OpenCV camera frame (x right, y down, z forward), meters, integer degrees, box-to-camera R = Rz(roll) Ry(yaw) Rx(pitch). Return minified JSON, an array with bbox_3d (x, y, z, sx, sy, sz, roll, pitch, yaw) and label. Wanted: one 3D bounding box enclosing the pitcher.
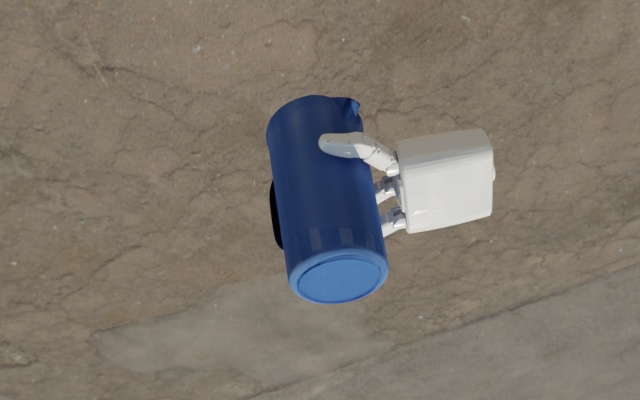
[{"bbox_3d":[0.000,0.002,0.583,0.145,0.242,0.149,-9,-41,1],"label":"pitcher"}]
